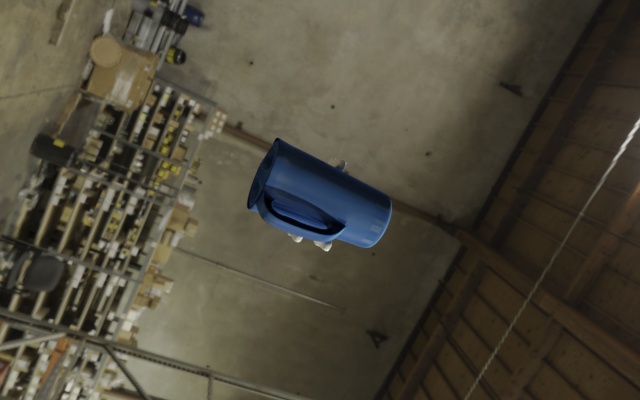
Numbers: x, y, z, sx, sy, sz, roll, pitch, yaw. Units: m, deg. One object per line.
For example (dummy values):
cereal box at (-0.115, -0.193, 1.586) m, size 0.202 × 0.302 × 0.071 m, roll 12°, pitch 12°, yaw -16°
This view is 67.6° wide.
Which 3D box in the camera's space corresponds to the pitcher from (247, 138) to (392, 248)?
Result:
pitcher at (0.000, 0.003, 0.845) m, size 0.243 × 0.149 × 0.145 m, roll 23°, pitch -8°, yaw -16°
